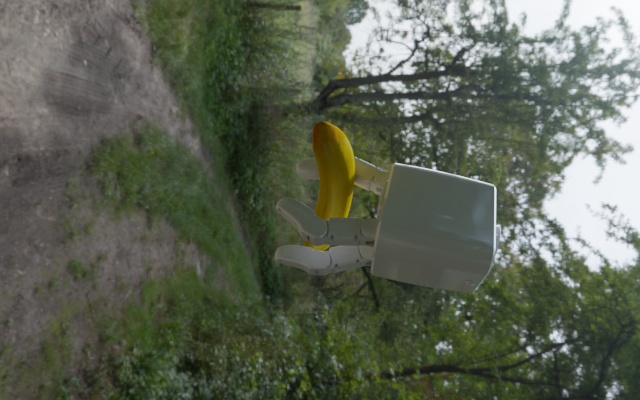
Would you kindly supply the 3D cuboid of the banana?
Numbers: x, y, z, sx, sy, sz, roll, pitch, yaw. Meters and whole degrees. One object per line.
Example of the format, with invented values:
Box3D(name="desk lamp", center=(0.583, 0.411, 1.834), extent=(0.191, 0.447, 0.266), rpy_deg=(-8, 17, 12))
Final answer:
Box3D(name="banana", center=(0.009, -0.006, 0.490), extent=(0.037, 0.198, 0.069), rpy_deg=(25, 45, 17))
